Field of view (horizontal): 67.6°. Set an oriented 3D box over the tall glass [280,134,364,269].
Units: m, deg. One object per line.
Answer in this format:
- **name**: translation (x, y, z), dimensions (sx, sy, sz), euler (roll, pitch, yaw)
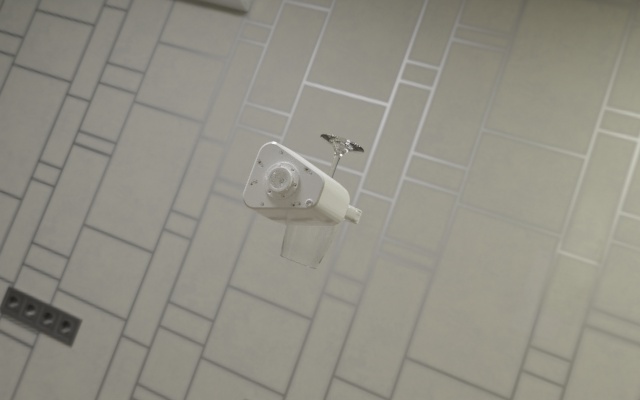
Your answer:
- **tall glass**: translation (0.000, 0.002, 0.748), dimensions (0.079, 0.201, 0.079), euler (20, -5, 2)
